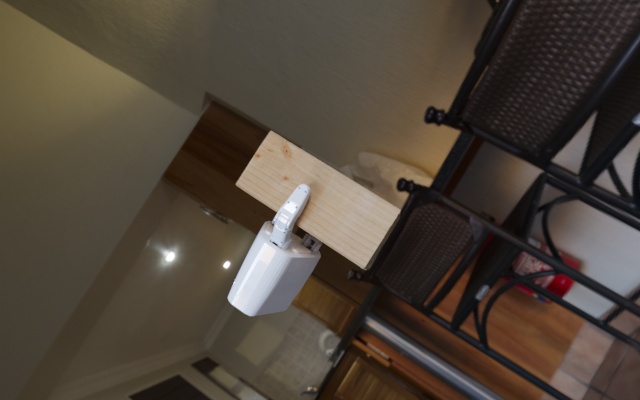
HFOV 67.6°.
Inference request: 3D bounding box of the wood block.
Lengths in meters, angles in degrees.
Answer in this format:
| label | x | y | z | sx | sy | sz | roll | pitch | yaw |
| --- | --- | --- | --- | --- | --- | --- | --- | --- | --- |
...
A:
| label | x | y | z | sx | sy | sz | roll | pitch | yaw |
| --- | --- | --- | --- | --- | --- | --- | --- | --- | --- |
| wood block | 0.000 | 0.002 | 0.663 | 0.206 | 0.090 | 0.091 | 32 | -3 | 11 |
